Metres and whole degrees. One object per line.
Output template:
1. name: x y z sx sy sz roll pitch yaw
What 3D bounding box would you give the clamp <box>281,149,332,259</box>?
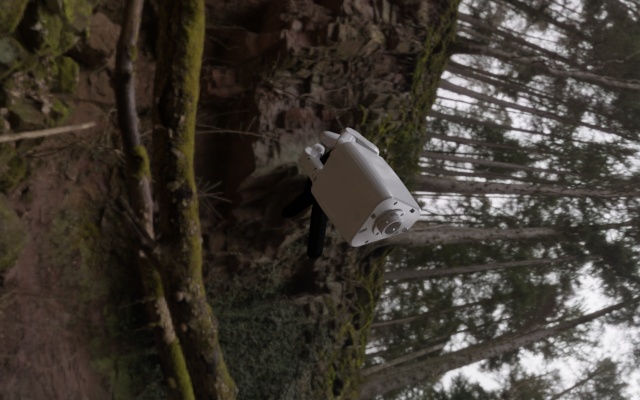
1. clamp: 0.001 0.002 0.734 0.039 0.171 0.120 0 44 -40
